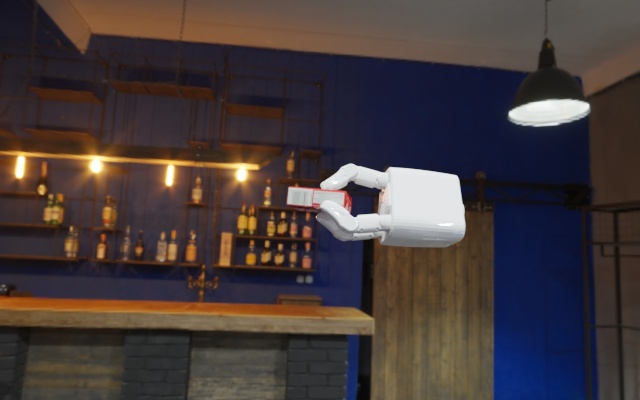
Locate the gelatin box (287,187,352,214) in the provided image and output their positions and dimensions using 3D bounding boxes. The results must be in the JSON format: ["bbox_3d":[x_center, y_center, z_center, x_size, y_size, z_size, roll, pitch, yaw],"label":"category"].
[{"bbox_3d":[0.000,0.002,0.721,0.089,0.030,0.073,5,-7,9],"label":"gelatin box"}]
